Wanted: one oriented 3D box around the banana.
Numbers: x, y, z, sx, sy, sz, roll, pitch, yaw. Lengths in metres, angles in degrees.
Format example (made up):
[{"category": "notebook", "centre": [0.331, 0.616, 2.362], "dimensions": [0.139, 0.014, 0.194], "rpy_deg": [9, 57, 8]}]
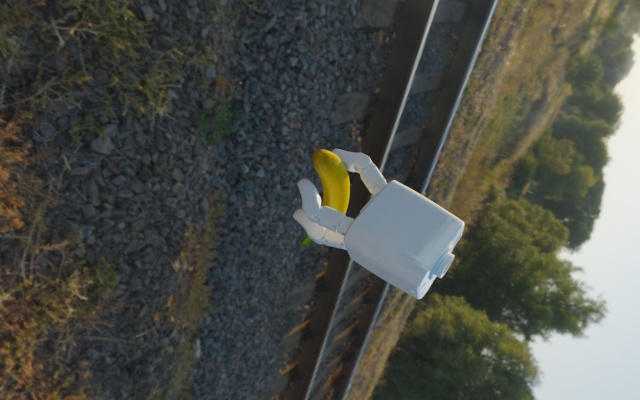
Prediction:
[{"category": "banana", "centre": [0.012, -0.005, 0.672], "dimensions": [0.037, 0.198, 0.069], "rpy_deg": [37, 54, 24]}]
